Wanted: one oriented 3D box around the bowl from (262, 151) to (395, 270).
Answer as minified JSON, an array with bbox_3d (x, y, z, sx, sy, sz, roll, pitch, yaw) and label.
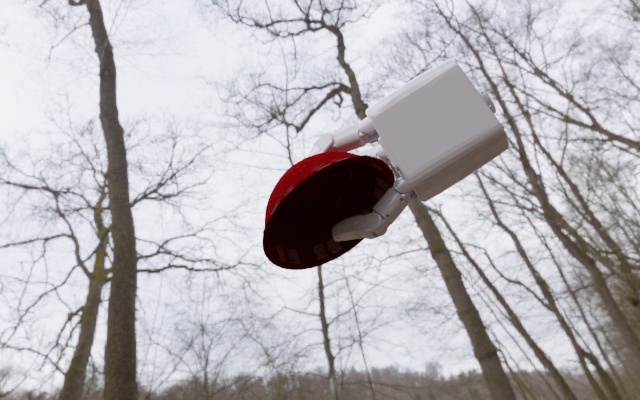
[{"bbox_3d":[-0.001,0.002,0.521,0.162,0.162,0.055,0,40,-41],"label":"bowl"}]
